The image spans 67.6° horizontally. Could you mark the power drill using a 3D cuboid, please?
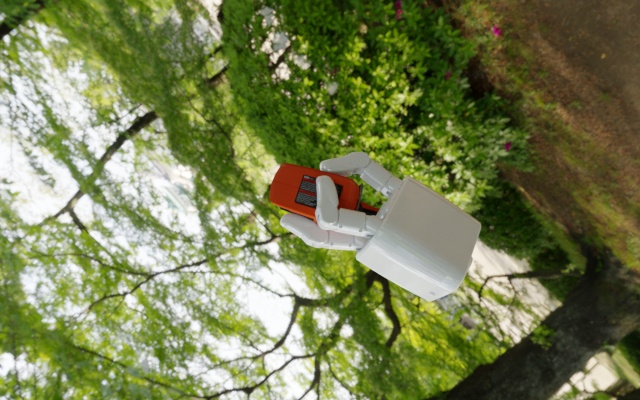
[{"bbox_3d":[0.000,0.002,0.639,0.184,0.057,0.188,14,-5,17],"label":"power drill"}]
